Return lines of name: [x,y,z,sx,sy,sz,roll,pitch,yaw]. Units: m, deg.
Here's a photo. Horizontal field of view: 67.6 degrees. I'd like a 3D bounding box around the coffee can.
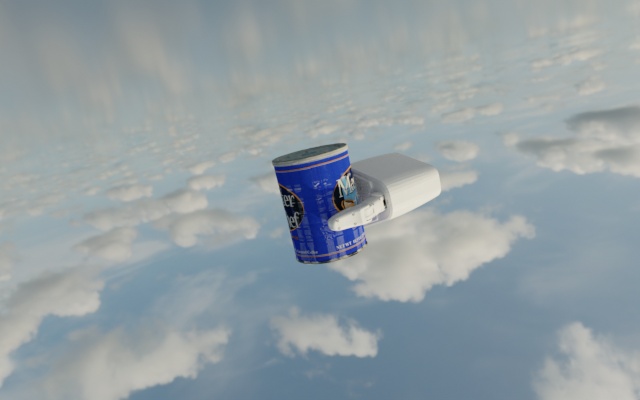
coffee can: [0.000,0.002,0.648,0.103,0.140,0.102,-12,12,3]
